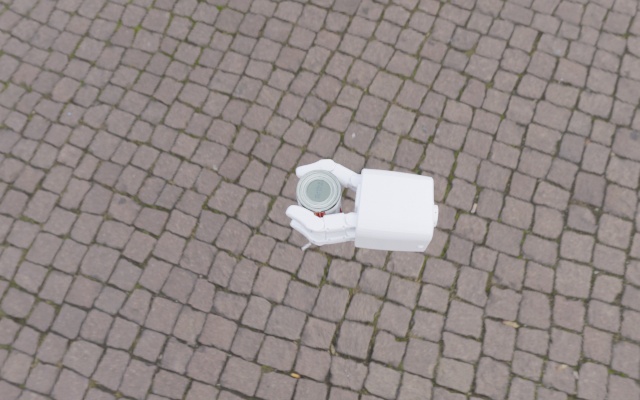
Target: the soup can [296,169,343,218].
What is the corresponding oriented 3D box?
[{"bbox_3d":[0.000,0.002,0.731,0.068,0.068,0.102,0,-20,3],"label":"soup can"}]
